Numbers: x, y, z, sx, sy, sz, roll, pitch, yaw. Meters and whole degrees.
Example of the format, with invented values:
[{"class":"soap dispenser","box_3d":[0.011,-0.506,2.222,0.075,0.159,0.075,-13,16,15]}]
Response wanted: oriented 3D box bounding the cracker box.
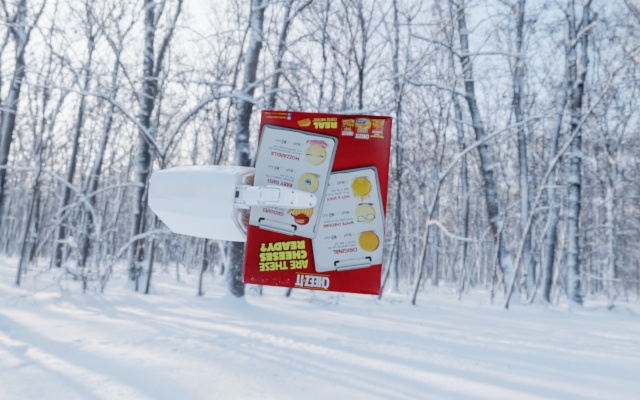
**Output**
[{"class":"cracker box","box_3d":[0.000,0.002,0.592,0.164,0.213,0.072,4,-8,7]}]
